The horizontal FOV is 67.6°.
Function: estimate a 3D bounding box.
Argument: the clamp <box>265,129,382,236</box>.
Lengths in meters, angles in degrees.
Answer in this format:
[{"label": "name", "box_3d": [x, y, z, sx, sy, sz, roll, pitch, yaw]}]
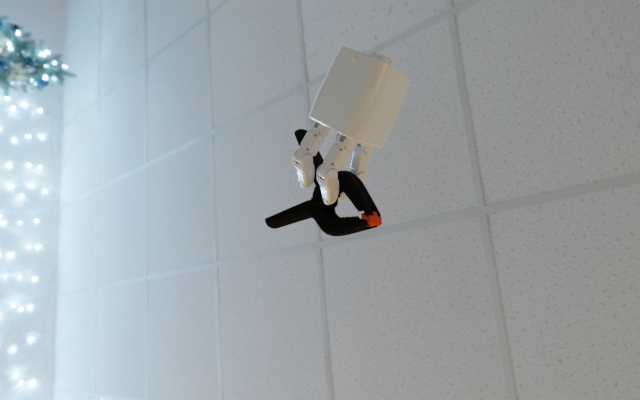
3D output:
[{"label": "clamp", "box_3d": [0.001, 0.002, 0.704, 0.036, 0.164, 0.210, 10, 18, -47]}]
